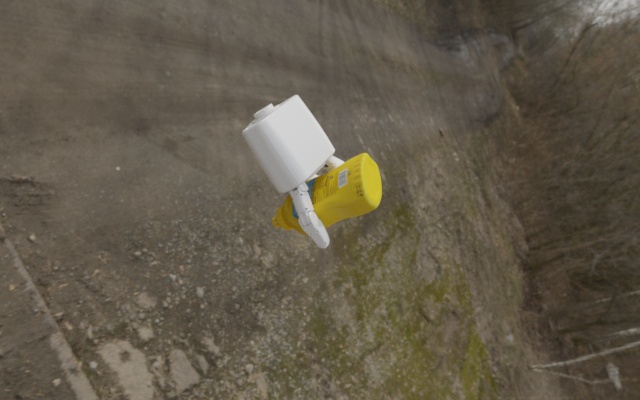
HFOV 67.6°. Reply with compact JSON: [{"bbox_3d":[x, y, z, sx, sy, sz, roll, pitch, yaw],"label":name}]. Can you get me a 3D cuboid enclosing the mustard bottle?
[{"bbox_3d":[0.001,0.003,0.740,0.192,0.096,0.058,-24,-47,29],"label":"mustard bottle"}]
